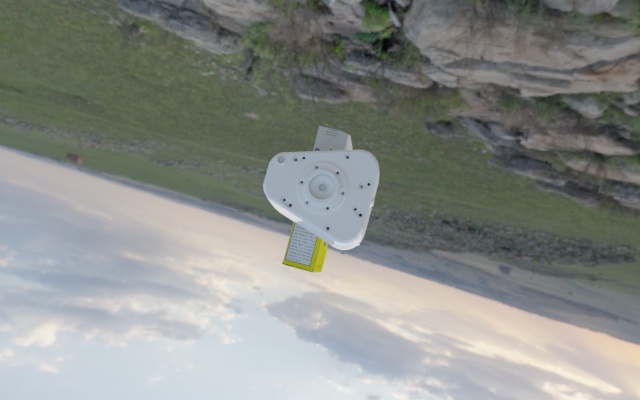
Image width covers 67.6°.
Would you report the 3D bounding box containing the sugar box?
[{"bbox_3d":[0.001,0.002,0.612,0.048,0.176,0.093,16,-5,8],"label":"sugar box"}]
